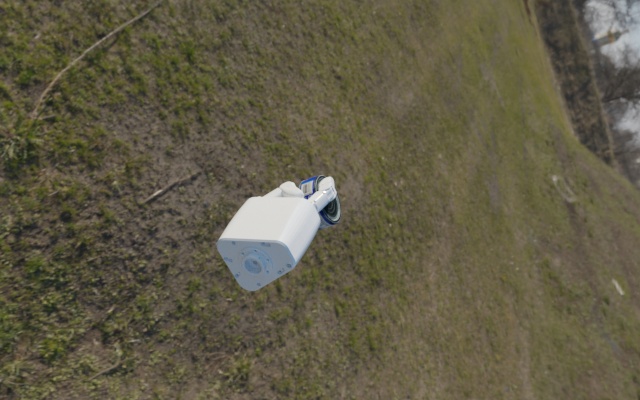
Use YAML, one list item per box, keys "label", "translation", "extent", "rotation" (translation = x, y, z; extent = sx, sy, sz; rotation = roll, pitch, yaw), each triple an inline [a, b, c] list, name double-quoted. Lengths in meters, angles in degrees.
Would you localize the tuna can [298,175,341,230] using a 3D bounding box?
- label: "tuna can"
  translation: [0.001, 0.002, 0.780]
  extent: [0.034, 0.086, 0.086]
  rotation: [-20, -9, 25]
